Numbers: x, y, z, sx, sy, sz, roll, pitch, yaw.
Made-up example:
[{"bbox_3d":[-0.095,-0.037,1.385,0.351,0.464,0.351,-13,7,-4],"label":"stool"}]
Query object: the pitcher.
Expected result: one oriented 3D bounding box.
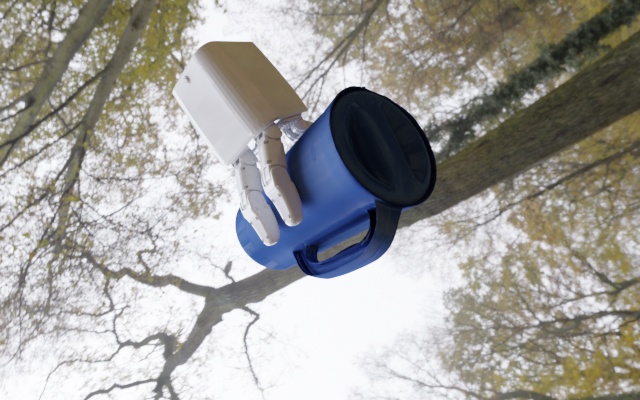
[{"bbox_3d":[0.000,0.002,0.534,0.149,0.145,0.243,-39,1,-44],"label":"pitcher"}]
